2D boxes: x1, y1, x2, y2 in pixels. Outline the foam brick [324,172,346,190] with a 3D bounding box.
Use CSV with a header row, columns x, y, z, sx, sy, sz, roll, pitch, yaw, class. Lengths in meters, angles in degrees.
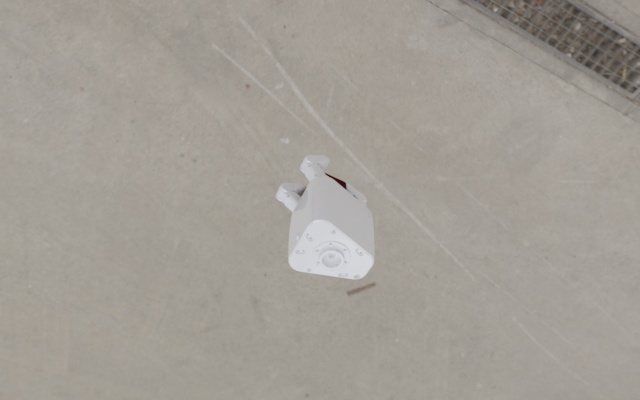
x,y,z,sx,sy,sz,roll,pitch,yaw,class
0.000,0.003,0.748,0.053,0.078,0.051,24,31,-12,foam brick
